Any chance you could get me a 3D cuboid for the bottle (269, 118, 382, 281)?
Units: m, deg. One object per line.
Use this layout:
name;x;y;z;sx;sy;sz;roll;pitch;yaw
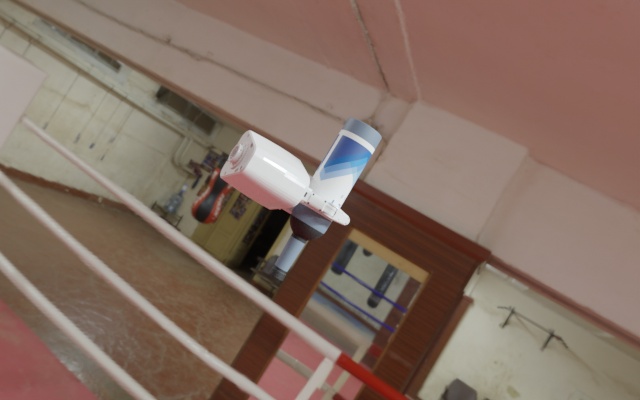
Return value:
bottle;0.000;0.002;0.809;0.069;0.295;0.069;31;-2;1
